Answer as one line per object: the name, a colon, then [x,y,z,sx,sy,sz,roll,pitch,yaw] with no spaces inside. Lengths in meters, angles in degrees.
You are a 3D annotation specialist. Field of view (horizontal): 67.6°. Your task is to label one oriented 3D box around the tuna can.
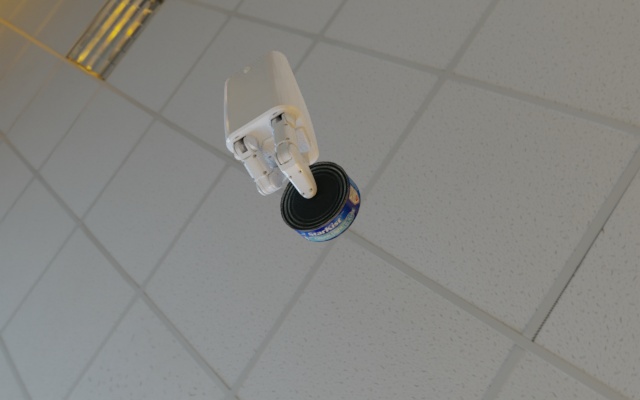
tuna can: [0.000,0.002,0.526,0.086,0.086,0.034,0,-28,34]
